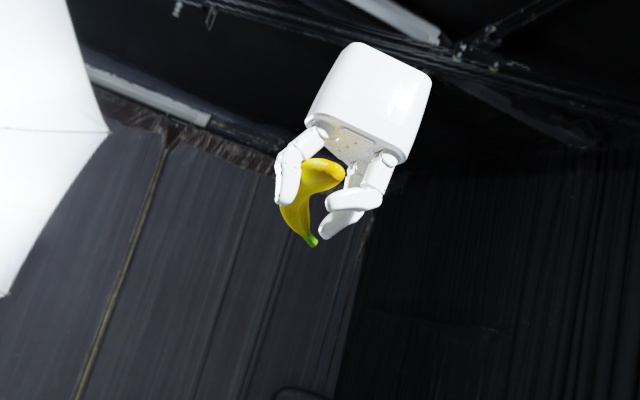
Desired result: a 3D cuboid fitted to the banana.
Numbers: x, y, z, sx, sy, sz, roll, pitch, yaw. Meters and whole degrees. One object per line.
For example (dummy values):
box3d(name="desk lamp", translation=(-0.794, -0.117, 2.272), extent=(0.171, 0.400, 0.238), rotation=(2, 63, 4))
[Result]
box3d(name="banana", translation=(-0.016, -0.006, 0.551), extent=(0.069, 0.037, 0.198), rotation=(30, -25, 6))
